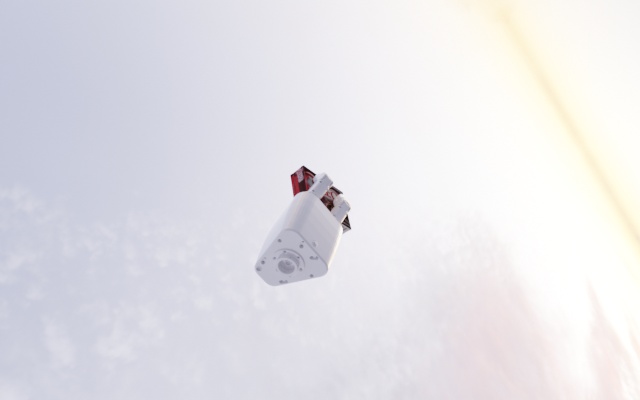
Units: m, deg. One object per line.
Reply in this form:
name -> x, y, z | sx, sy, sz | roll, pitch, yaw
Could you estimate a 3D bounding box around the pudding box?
pudding box -> 0.000, 0.003, 0.831 | 0.039, 0.090, 0.113 | -32, -44, 25
